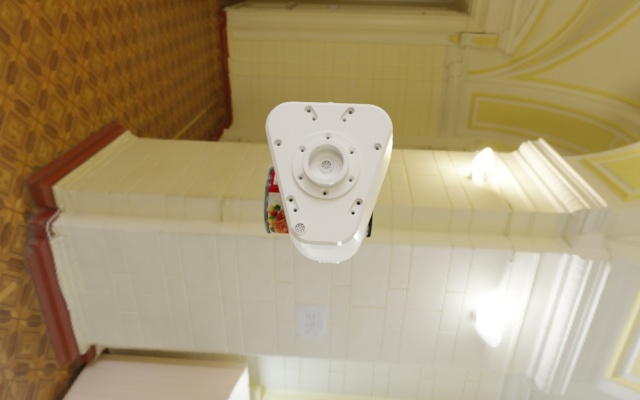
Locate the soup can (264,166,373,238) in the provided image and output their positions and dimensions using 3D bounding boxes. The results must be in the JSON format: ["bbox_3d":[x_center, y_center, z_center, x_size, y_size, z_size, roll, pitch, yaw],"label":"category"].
[{"bbox_3d":[0.000,0.002,0.474,0.102,0.068,0.068,3,0,3],"label":"soup can"}]
